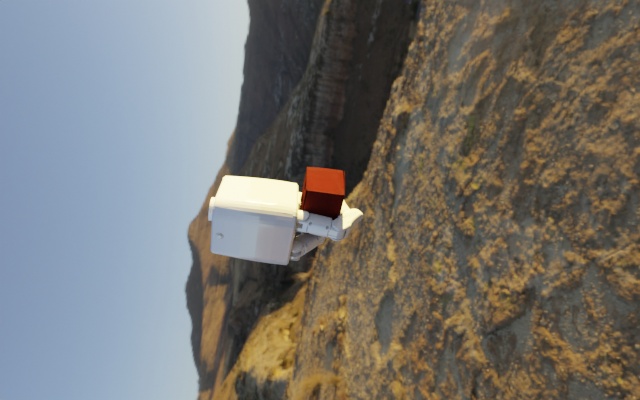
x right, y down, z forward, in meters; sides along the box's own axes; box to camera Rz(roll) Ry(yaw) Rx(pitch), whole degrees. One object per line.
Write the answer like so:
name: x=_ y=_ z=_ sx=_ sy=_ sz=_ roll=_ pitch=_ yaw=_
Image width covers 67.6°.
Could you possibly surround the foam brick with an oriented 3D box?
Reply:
foam brick: x=0.000 y=0.002 z=0.639 sx=0.051 sy=0.078 sz=0.053 roll=9 pitch=39 yaw=-6
